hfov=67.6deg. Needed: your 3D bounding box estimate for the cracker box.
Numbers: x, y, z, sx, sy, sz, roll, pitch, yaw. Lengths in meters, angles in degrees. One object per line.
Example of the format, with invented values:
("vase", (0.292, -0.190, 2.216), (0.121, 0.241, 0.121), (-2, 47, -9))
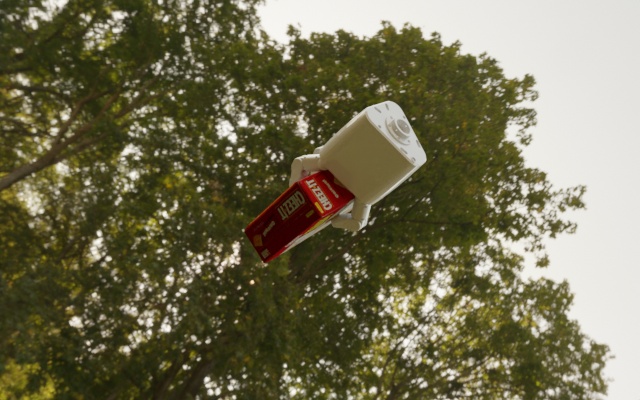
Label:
("cracker box", (0.000, 0.003, 0.788), (0.213, 0.072, 0.164), (-27, -10, -48))
